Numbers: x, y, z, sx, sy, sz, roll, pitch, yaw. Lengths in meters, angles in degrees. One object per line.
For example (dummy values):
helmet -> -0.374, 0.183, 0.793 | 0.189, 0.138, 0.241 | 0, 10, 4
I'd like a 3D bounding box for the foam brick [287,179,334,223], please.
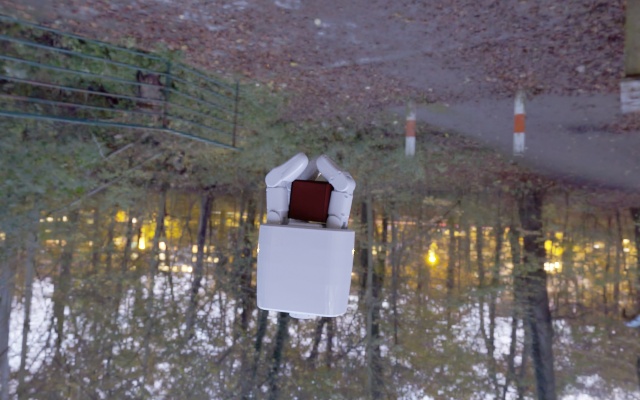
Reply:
foam brick -> 0.000, 0.002, 0.624 | 0.053, 0.051, 0.078 | 5, -1, 29
